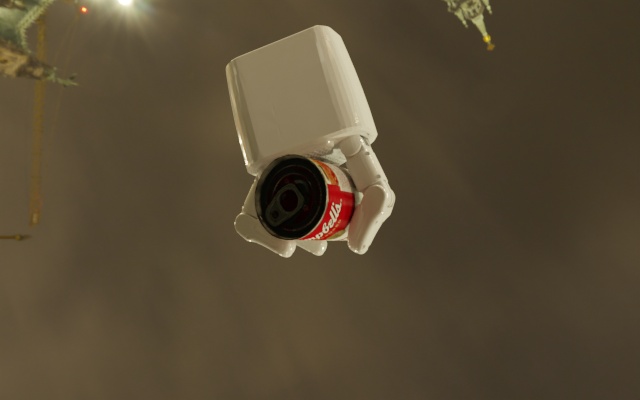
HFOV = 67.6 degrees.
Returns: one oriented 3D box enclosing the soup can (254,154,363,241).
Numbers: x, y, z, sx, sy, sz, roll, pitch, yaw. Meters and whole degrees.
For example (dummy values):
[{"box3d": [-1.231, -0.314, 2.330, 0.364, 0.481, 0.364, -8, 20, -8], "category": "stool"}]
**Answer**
[{"box3d": [0.000, 0.002, 0.416, 0.068, 0.068, 0.102, 0, -5, 29], "category": "soup can"}]
